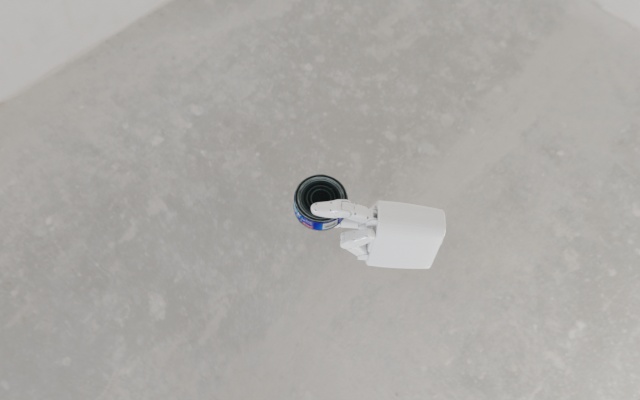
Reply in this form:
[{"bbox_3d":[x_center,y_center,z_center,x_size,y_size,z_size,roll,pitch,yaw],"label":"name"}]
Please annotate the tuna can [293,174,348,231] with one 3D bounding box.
[{"bbox_3d":[0.000,0.002,0.752,0.086,0.086,0.034,0,-26,-3],"label":"tuna can"}]
